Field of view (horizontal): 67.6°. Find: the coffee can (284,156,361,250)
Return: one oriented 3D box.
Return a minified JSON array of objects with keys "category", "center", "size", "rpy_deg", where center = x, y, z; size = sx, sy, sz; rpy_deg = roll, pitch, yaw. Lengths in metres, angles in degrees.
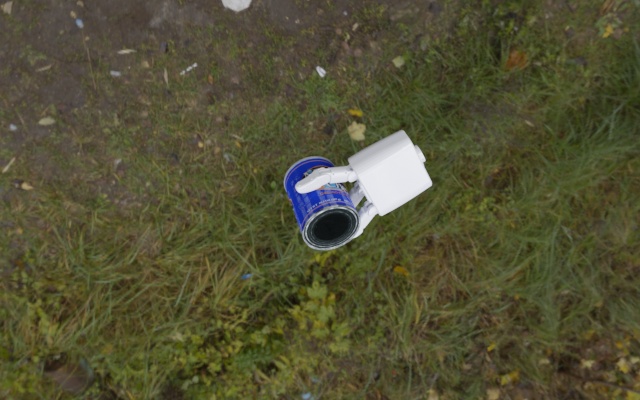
[{"category":"coffee can","center":[0.000,0.003,0.847],"size":[0.103,0.103,0.140],"rpy_deg":[0,40,-21]}]
